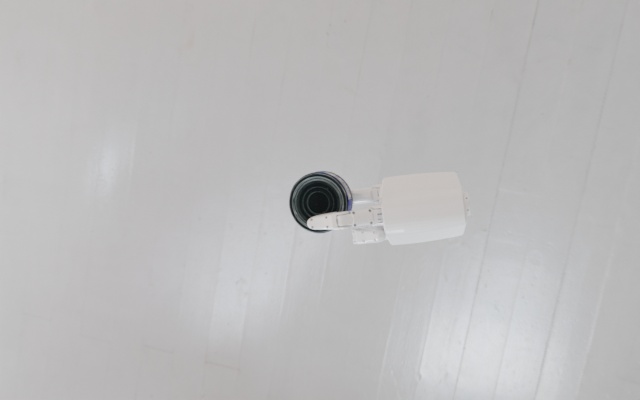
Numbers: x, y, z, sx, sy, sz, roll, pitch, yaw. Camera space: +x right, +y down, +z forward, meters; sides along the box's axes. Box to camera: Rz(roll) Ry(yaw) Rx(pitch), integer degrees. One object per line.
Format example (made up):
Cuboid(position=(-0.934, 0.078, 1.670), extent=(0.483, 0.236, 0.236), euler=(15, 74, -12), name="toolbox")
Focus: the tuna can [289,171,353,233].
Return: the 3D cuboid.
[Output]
Cuboid(position=(0.000, 0.002, 0.666), extent=(0.086, 0.086, 0.034), euler=(0, 5, 14), name="tuna can")
